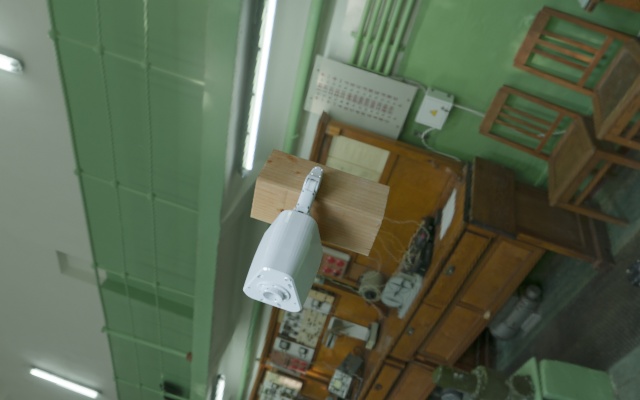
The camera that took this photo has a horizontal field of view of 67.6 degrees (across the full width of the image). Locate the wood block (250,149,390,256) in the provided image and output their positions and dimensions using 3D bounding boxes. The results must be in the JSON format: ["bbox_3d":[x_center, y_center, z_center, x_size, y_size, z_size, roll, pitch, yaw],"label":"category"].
[{"bbox_3d":[0.000,0.003,0.794,0.206,0.091,0.090,18,41,2],"label":"wood block"}]
